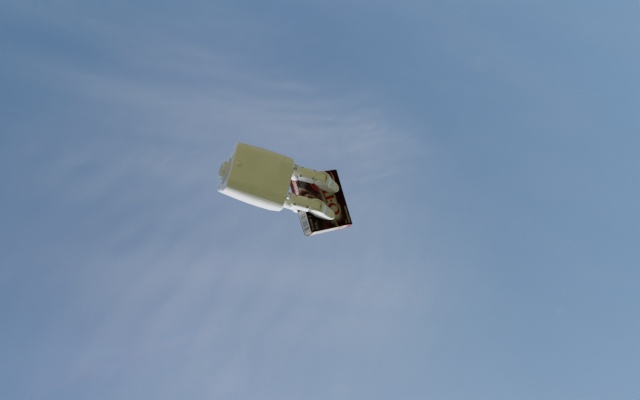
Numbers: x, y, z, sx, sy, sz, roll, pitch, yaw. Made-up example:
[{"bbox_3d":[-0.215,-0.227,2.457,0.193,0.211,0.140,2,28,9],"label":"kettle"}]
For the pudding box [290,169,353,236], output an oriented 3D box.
[{"bbox_3d":[0.000,0.003,0.887,0.090,0.113,0.039,-10,-10,-29],"label":"pudding box"}]
